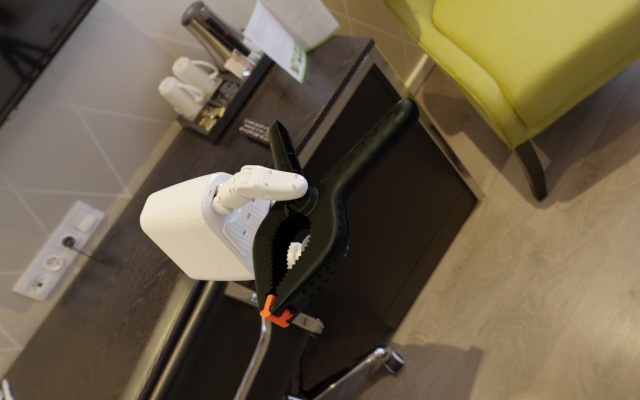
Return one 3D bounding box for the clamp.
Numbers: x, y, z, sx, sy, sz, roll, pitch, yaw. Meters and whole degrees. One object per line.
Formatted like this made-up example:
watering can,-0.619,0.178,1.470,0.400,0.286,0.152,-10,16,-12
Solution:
clamp,-0.001,0.001,0.408,0.164,0.210,0.036,-10,-34,35
